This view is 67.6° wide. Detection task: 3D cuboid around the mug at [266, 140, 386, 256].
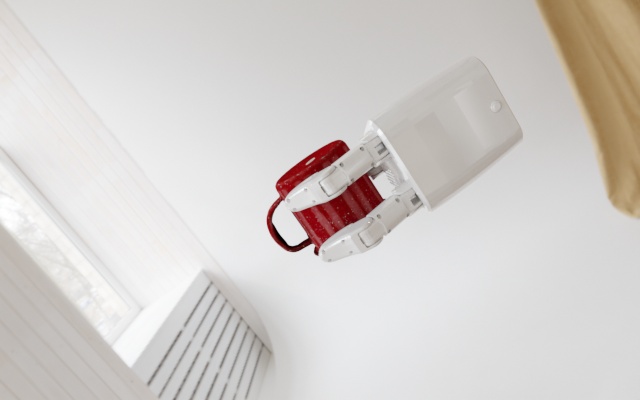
[{"bbox_3d":[-0.001,0.002,0.466,0.117,0.081,0.093,-35,12,-2],"label":"mug"}]
